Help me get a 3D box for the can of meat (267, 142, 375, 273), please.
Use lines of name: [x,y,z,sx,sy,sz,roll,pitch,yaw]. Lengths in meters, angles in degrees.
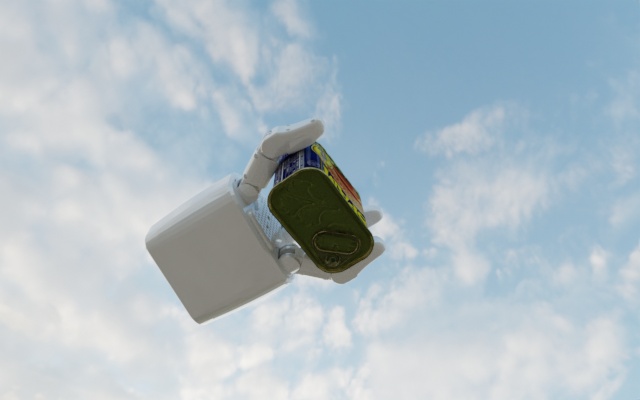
can of meat: [0.000,0.001,0.436,0.057,0.102,0.084,-33,23,13]
